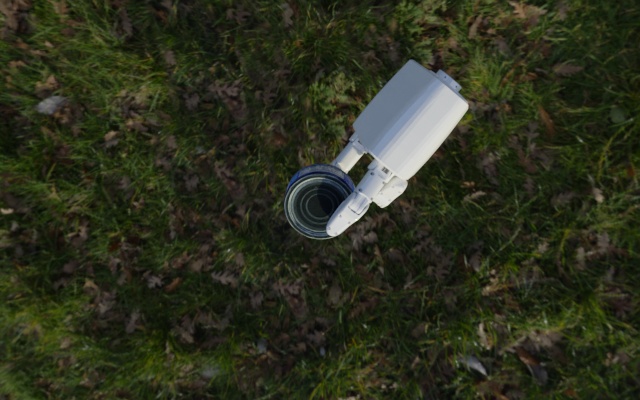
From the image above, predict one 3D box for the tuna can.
[{"bbox_3d":[0.000,0.002,0.563,0.086,0.086,0.033,0,23,3],"label":"tuna can"}]
